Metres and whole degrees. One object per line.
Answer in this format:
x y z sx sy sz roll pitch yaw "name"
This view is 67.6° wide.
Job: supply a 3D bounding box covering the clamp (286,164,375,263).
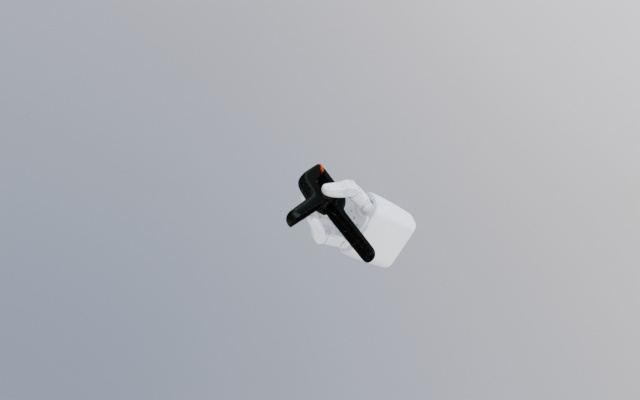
0.001 0.002 0.792 0.164 0.036 0.209 24 30 -33 "clamp"
